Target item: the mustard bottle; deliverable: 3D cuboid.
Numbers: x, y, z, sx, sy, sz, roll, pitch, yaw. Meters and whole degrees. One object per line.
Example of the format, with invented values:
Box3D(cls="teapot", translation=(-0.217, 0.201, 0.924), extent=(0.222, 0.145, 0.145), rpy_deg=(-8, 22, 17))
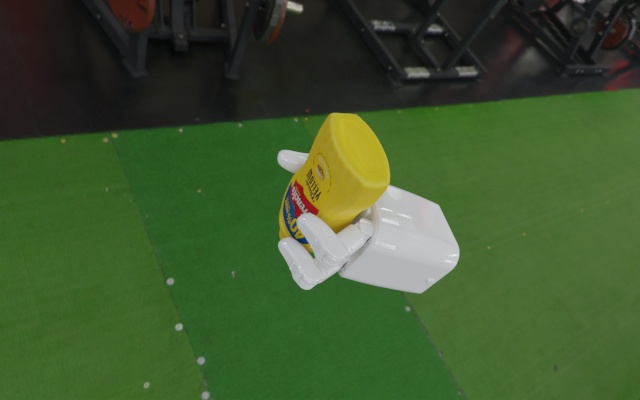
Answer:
Box3D(cls="mustard bottle", translation=(0.000, 0.002, 0.523), extent=(0.058, 0.096, 0.192), rpy_deg=(-4, -32, -32))
